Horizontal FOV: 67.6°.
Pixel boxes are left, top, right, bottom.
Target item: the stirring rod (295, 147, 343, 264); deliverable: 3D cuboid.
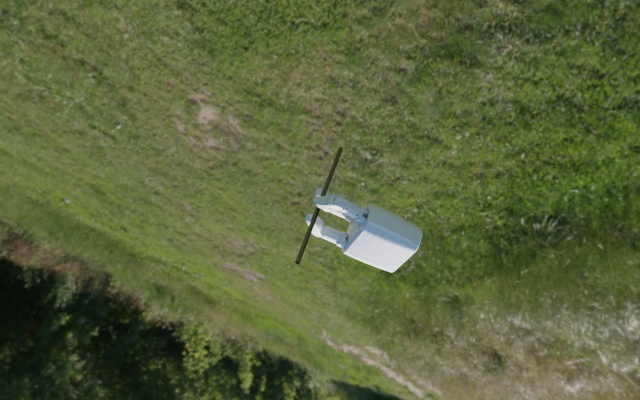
[{"bbox_3d":[0.000,0.003,0.847,0.011,0.239,0.011,17,-26,8],"label":"stirring rod"}]
